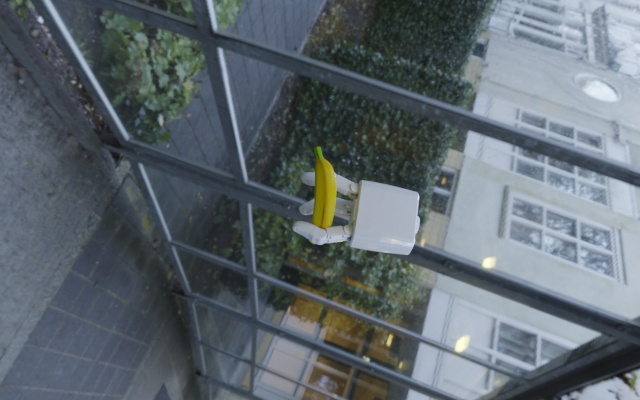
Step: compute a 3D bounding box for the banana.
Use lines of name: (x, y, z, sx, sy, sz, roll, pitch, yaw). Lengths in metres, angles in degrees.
banana: (0.003, 0.010, 0.819, 0.037, 0.198, 0.069, 0, 33, -9)
